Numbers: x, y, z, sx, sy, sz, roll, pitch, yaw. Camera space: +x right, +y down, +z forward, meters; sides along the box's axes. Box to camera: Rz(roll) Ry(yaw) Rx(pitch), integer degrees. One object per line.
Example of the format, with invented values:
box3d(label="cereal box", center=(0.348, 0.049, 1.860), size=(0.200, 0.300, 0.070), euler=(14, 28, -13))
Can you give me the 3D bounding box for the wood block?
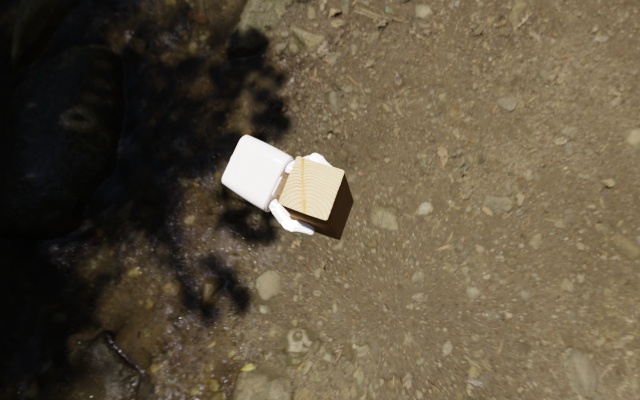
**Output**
box3d(label="wood block", center=(0.000, 0.003, 0.887), size=(0.090, 0.091, 0.206), euler=(19, -10, 13))
